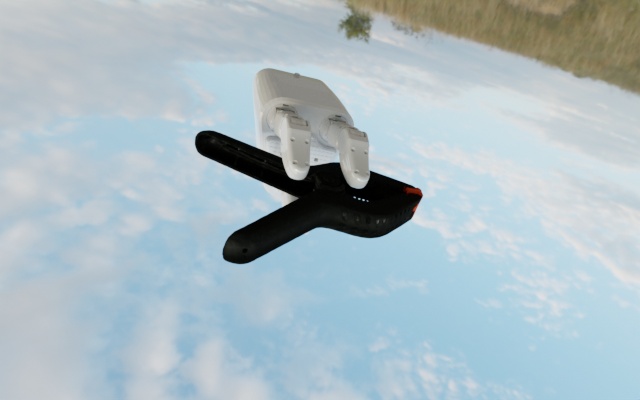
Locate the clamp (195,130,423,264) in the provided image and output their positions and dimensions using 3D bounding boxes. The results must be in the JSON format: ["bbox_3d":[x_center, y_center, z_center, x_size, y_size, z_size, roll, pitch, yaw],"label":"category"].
[{"bbox_3d":[0.000,0.002,0.407,0.210,0.036,0.164,8,33,-20],"label":"clamp"}]
